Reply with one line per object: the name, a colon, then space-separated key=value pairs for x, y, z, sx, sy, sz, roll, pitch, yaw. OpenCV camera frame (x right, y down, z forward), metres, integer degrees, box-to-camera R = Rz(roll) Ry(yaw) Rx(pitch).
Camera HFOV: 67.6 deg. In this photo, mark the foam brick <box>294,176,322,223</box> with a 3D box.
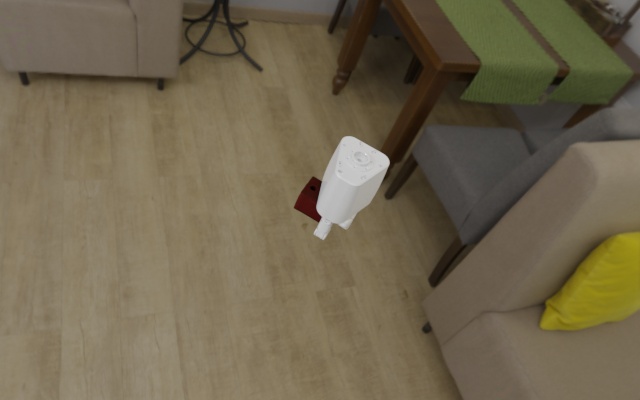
foam brick: x=0.000 y=0.003 z=0.888 sx=0.078 sy=0.053 sz=0.051 roll=30 pitch=-41 yaw=6
